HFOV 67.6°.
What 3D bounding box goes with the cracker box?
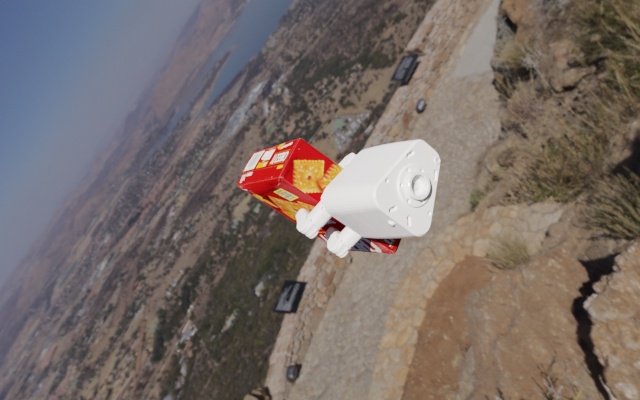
[{"bbox_3d":[0.000,0.002,0.716,0.214,0.072,0.164,35,-18,-25],"label":"cracker box"}]
